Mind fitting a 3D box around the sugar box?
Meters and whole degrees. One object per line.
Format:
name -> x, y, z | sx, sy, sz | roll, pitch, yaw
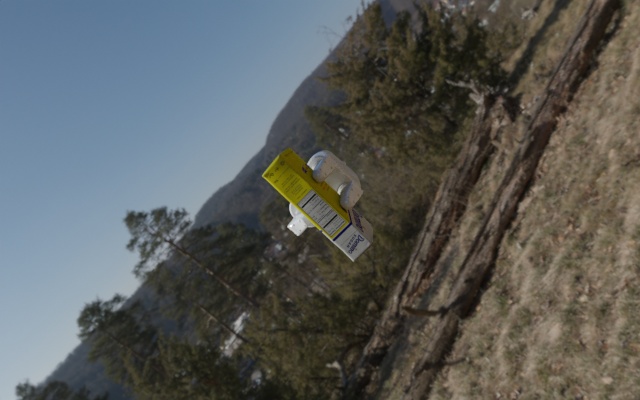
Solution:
sugar box -> 0.000, 0.002, 0.686 | 0.176, 0.048, 0.093 | 41, 13, -5
